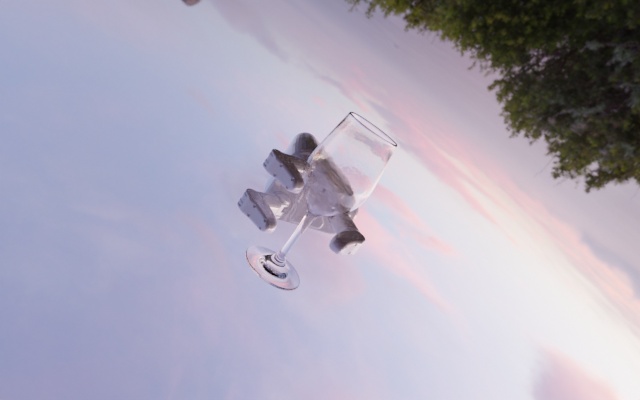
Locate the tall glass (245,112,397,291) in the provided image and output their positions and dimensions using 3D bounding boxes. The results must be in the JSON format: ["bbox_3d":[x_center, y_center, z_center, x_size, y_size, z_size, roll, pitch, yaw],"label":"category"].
[{"bbox_3d":[0.000,0.002,0.529,0.079,0.201,0.079,32,18,-12],"label":"tall glass"}]
